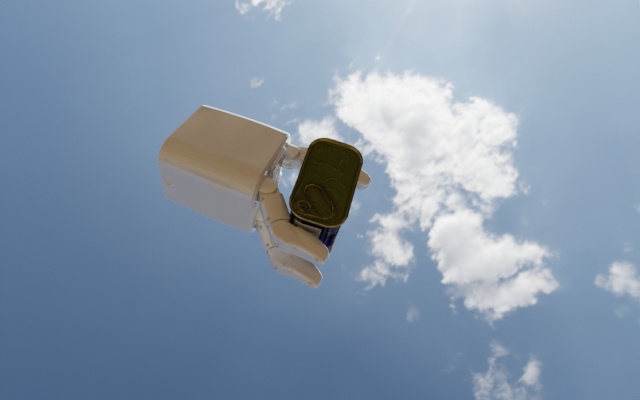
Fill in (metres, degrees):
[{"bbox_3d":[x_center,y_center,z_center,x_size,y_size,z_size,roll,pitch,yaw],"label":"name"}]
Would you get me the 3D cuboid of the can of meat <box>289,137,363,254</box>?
[{"bbox_3d":[0.000,0.002,0.494,0.057,0.102,0.084,18,-34,0],"label":"can of meat"}]
